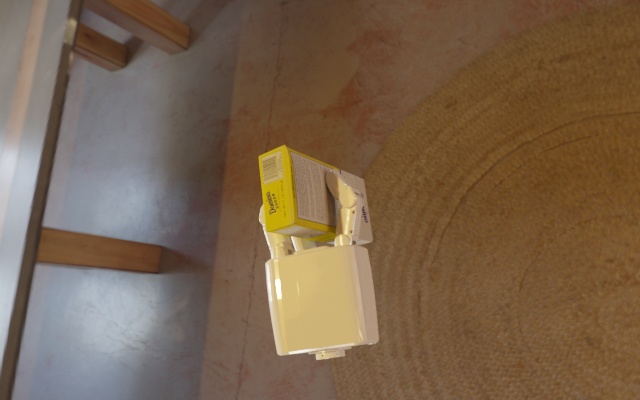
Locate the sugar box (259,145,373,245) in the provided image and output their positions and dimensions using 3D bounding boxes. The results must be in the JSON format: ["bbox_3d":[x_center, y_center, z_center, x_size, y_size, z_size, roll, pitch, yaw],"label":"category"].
[{"bbox_3d":[0.000,0.002,0.587,0.048,0.093,0.176,-16,-20,29],"label":"sugar box"}]
